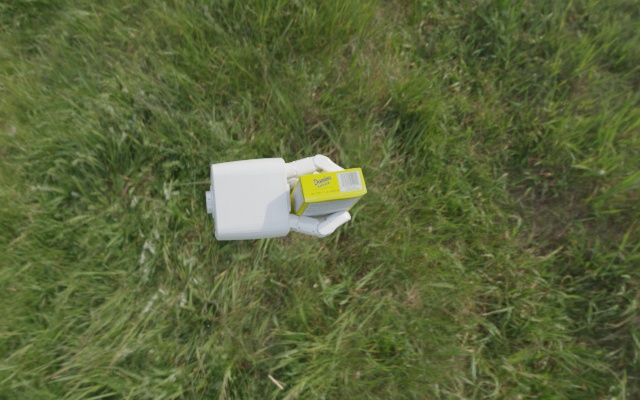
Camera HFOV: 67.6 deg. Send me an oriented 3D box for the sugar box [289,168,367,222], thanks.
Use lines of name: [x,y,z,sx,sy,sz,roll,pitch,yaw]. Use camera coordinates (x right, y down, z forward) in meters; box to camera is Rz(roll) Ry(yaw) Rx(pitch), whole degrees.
sugar box: [0.000,0.002,0.743,0.093,0.048,0.176,-7,-13,-15]
